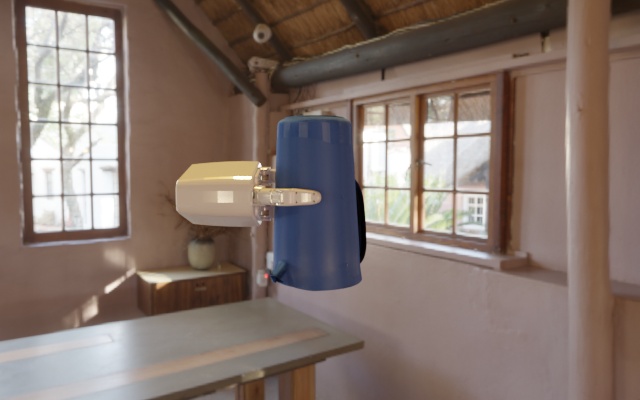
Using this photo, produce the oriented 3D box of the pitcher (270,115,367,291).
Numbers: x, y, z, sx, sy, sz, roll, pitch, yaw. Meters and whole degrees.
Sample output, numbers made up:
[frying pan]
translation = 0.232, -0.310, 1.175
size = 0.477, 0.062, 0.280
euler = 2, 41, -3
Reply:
[pitcher]
translation = 0.000, 0.002, 0.704
size = 0.145, 0.243, 0.149
euler = 0, 4, 1
